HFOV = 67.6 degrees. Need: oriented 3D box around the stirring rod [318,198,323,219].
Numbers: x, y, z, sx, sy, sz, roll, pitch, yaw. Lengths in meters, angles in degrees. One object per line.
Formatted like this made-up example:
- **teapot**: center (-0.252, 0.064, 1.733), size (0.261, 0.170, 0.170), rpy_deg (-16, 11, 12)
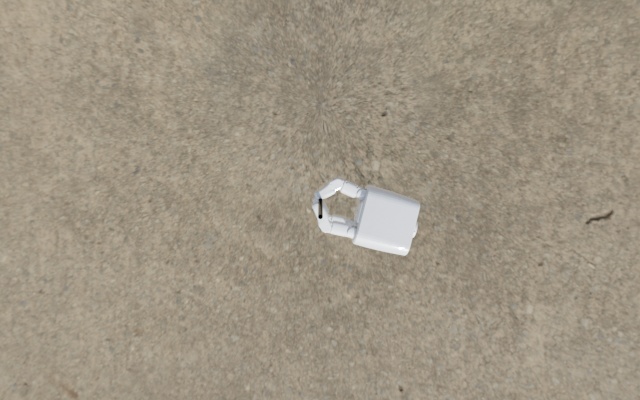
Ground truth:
- **stirring rod**: center (0.000, 0.003, 0.888), size (0.011, 0.011, 0.239), rpy_deg (0, 11, 0)
